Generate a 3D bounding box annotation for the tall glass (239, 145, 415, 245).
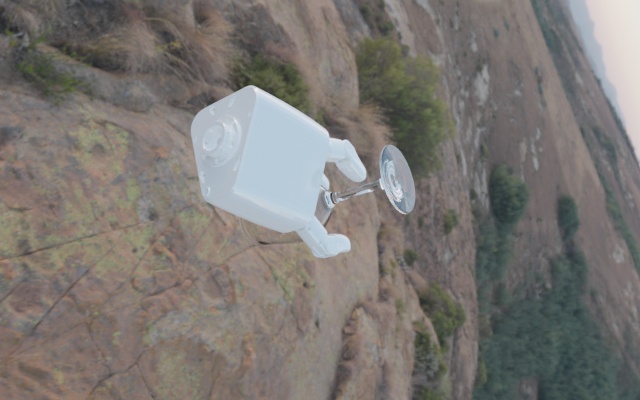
[{"bbox_3d":[0.001,0.002,0.545,0.201,0.079,0.079,-17,-9,32],"label":"tall glass"}]
